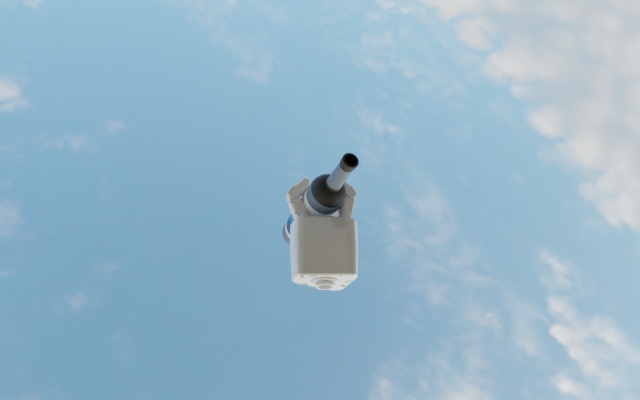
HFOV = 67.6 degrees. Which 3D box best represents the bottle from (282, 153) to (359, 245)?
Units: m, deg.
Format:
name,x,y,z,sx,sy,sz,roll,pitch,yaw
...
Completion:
name,x,y,z,sx,sy,sz,roll,pitch,yaw
bottle,0.000,0.003,0.868,0.069,0.069,0.296,0,-27,-21
